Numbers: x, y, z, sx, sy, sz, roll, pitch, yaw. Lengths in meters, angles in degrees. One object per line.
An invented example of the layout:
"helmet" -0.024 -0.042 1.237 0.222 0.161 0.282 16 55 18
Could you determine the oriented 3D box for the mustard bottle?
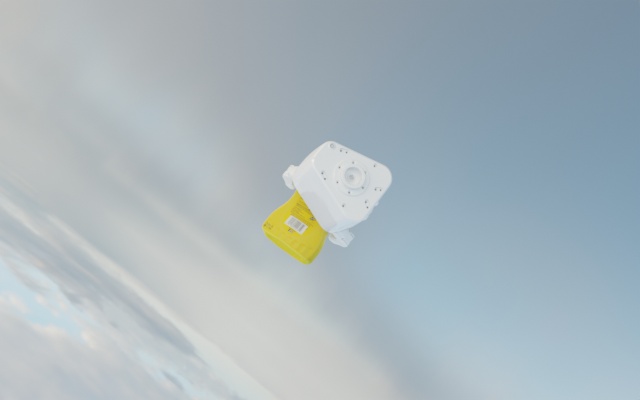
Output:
"mustard bottle" 0.000 0.003 0.770 0.096 0.191 0.058 33 -18 17
